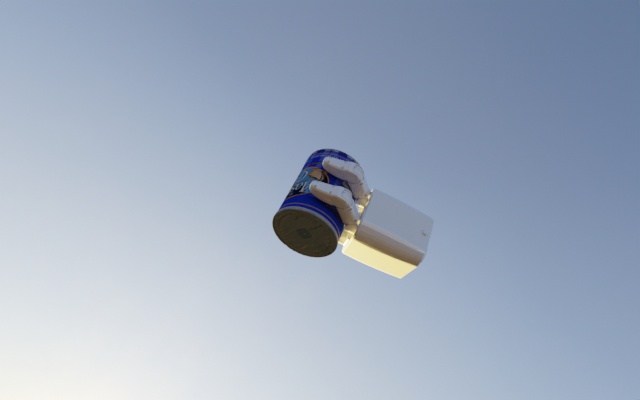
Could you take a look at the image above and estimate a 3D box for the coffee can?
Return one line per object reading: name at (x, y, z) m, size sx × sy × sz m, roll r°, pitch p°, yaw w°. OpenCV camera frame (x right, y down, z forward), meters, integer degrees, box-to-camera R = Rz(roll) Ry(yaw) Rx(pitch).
coffee can at (0.000, 0.002, 0.739) m, size 0.103 × 0.103 × 0.140 m, roll 0°, pitch 43°, yaw 28°
